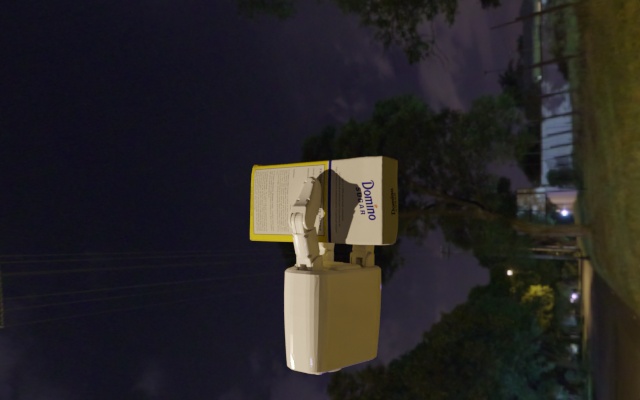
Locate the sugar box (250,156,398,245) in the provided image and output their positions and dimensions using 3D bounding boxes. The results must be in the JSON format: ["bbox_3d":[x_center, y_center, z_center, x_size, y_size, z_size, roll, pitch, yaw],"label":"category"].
[{"bbox_3d":[0.000,0.002,0.542,0.176,0.093,0.048,0,-2,31],"label":"sugar box"}]
